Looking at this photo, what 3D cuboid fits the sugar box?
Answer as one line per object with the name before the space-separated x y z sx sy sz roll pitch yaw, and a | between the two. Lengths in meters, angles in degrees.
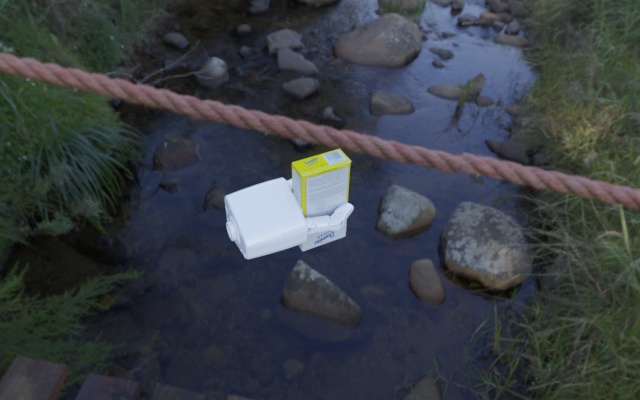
sugar box | 0.000 0.002 0.827 0.093 0.176 0.048 -17 47 -21
